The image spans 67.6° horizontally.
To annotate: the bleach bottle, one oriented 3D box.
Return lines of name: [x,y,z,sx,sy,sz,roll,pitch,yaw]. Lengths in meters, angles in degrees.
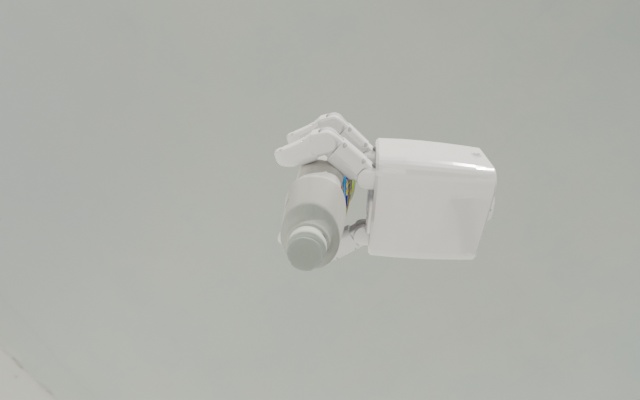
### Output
bleach bottle: [0.000,0.001,0.478,0.068,0.103,0.250,5,23,4]
